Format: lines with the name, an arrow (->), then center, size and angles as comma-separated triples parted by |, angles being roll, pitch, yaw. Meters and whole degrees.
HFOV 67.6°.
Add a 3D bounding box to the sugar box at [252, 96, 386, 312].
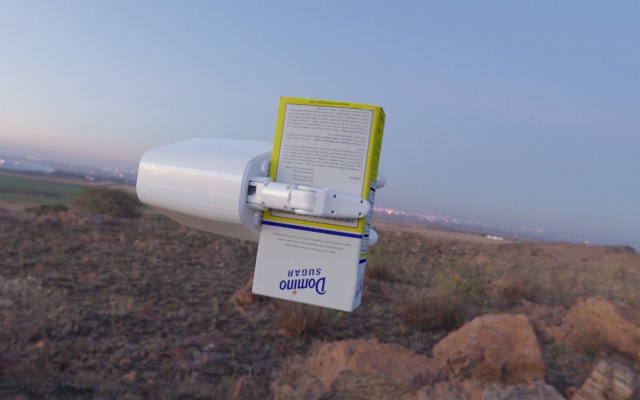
sugar box -> 0.000, 0.001, 0.424 | 0.093, 0.176, 0.048 | 8, 1, 15
